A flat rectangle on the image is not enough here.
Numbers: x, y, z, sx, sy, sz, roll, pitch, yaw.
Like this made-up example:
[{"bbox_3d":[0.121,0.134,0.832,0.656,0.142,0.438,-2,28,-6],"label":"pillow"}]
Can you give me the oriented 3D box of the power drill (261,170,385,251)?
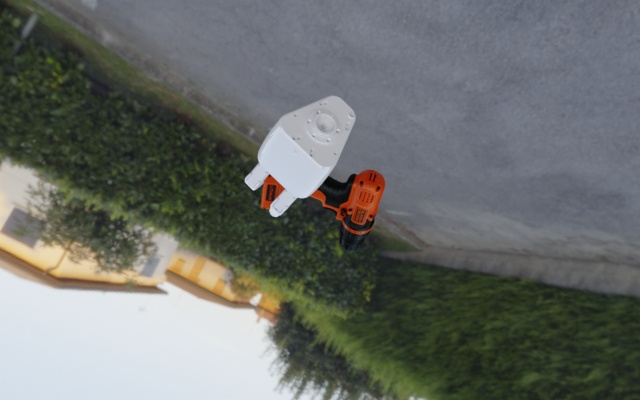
[{"bbox_3d":[0.000,0.002,0.781,0.187,0.057,0.185,16,-43,2],"label":"power drill"}]
